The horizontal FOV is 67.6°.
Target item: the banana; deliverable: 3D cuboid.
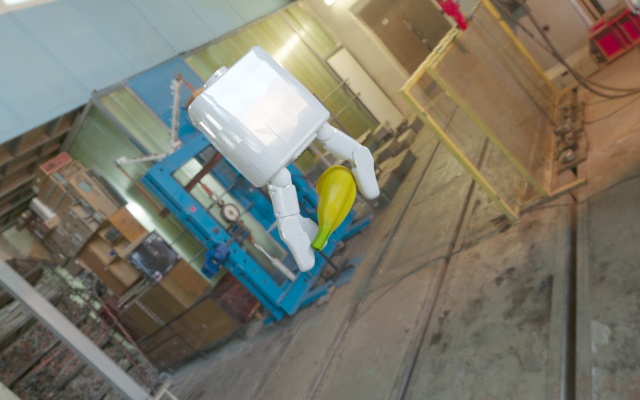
[{"bbox_3d":[0.013,-0.010,0.558,0.037,0.069,0.197,42,15,-9],"label":"banana"}]
